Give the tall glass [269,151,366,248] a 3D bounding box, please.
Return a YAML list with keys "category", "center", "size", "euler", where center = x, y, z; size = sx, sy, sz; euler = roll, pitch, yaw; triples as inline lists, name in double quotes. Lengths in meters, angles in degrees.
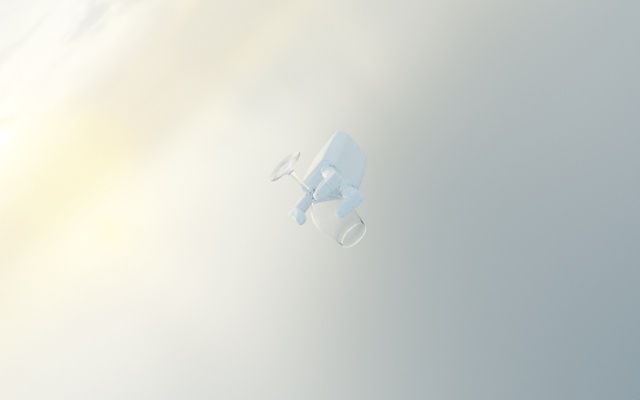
- category: "tall glass"
  center: [0.000, 0.003, 0.895]
  size: [0.201, 0.079, 0.079]
  euler: [45, -21, -22]
